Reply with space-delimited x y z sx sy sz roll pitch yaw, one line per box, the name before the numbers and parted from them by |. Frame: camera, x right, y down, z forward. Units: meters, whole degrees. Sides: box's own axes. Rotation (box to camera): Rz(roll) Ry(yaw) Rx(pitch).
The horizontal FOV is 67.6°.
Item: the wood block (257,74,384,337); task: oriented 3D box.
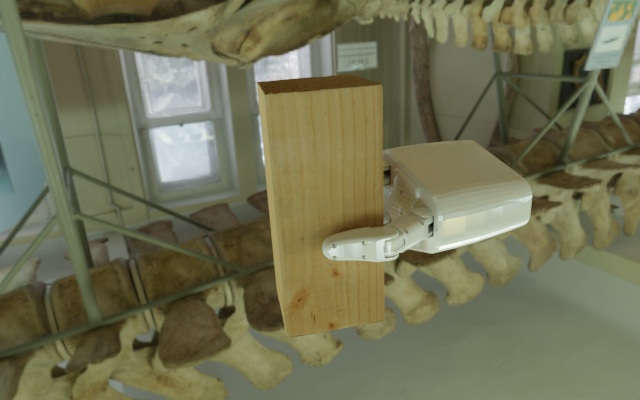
wood block | 0.001 0.002 0.419 0.090 0.206 0.090 -7 20 -10
